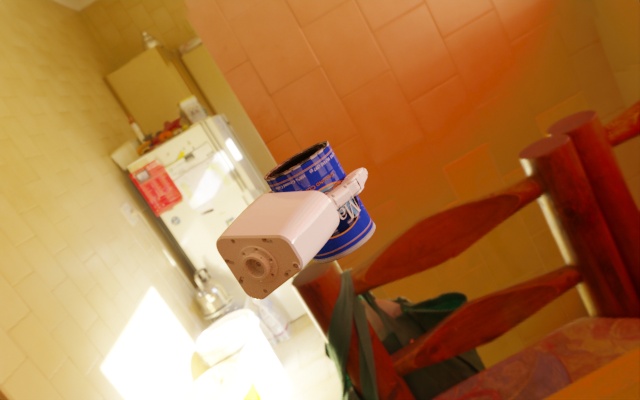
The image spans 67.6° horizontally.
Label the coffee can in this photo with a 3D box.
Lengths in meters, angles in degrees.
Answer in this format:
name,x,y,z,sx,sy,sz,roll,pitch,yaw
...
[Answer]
name,x,y,z,sx,sy,sz,roll,pitch,yaw
coffee can,0.000,0.002,0.672,0.103,0.140,0.102,-28,14,8
